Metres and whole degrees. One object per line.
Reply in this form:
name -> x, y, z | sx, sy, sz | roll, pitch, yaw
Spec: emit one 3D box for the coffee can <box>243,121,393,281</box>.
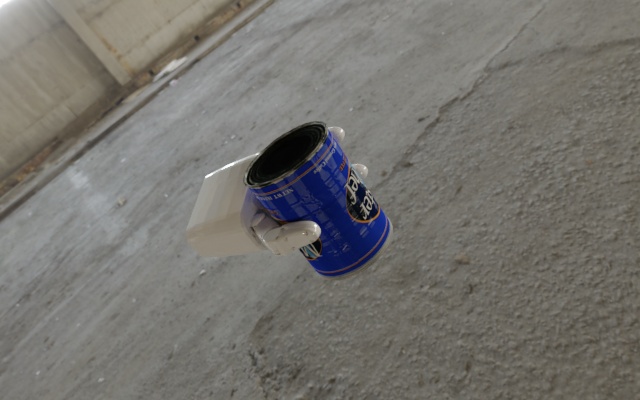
coffee can -> 0.000, 0.002, 0.512 | 0.103, 0.140, 0.102 | -28, 28, 16
